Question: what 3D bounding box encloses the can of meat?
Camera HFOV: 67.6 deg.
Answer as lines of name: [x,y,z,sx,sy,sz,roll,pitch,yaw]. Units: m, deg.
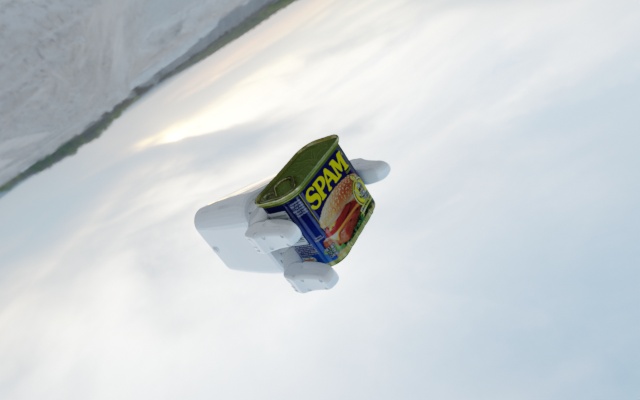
can of meat: [0.000,0.002,0.453,0.057,0.084,0.102,-12,31,43]
